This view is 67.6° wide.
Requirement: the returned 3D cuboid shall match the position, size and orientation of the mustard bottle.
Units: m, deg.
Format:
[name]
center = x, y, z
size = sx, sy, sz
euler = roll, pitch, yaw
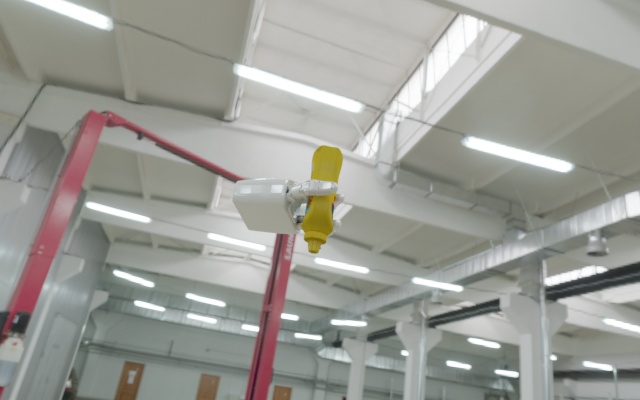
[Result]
[mustard bottle]
center = 0.001, 0.003, 0.864
size = 0.058, 0.191, 0.096
euler = 11, -23, -4
